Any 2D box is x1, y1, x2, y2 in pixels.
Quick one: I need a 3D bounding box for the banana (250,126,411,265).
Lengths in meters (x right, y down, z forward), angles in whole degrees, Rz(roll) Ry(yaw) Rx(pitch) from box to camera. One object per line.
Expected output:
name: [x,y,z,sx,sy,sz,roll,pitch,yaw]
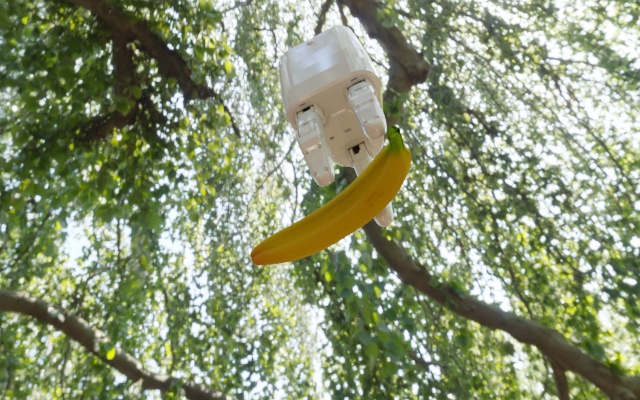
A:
banana: [0.016,0.006,0.437,0.070,0.037,0.198,24,-54,-35]
